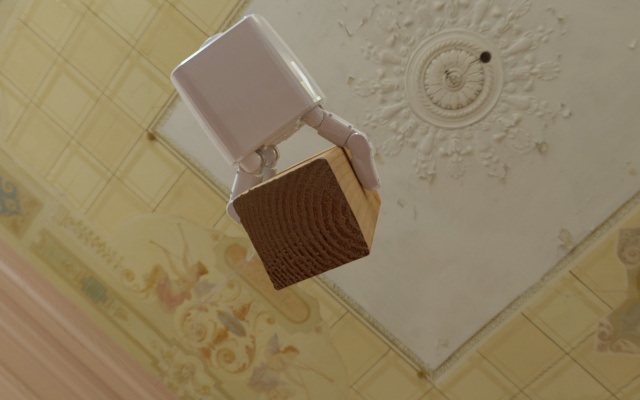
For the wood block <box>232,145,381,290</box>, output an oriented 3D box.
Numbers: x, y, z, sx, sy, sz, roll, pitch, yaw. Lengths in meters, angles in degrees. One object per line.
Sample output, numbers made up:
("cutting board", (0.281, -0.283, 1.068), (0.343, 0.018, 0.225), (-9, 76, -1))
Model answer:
("wood block", (0.000, 0.001, 0.487), (0.091, 0.090, 0.206), (-24, 7, 14))
